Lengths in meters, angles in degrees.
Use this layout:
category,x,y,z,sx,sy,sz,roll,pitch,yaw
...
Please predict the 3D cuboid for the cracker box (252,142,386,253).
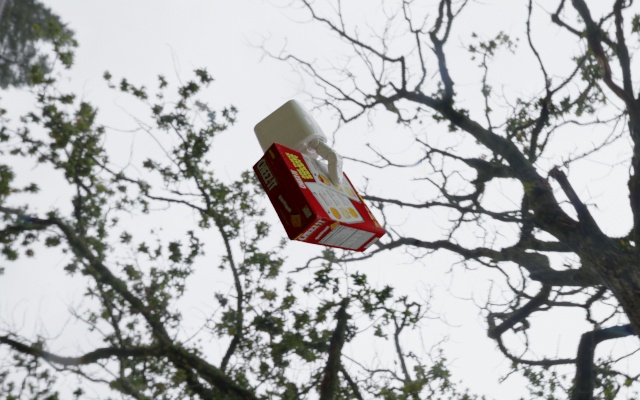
category,x,y,z,sx,sy,sz,roll,pitch,yaw
cracker box,0.000,0.003,0.836,0.072,0.164,0.214,-44,-32,21
